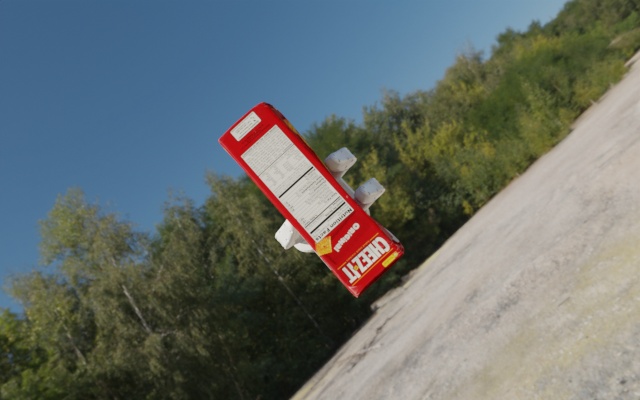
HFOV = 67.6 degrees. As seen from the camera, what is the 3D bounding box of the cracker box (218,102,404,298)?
[{"bbox_3d":[0.000,0.002,0.543,0.072,0.213,0.164,-43,-10,2],"label":"cracker box"}]
